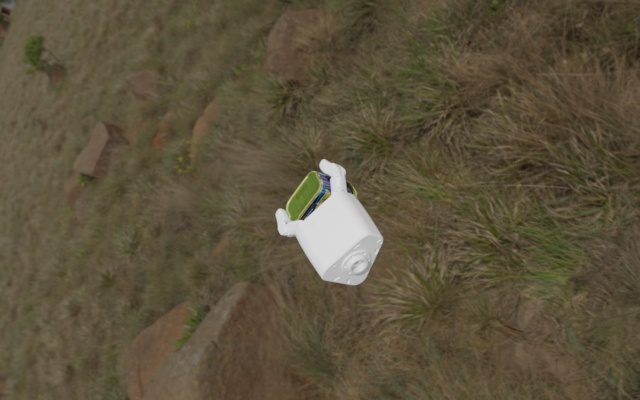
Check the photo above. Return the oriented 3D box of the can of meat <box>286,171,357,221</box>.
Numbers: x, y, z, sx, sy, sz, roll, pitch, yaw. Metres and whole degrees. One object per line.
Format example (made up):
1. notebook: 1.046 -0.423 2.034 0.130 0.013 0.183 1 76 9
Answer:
1. can of meat: 0.000 0.003 0.847 0.084 0.102 0.057 17 30 -38
